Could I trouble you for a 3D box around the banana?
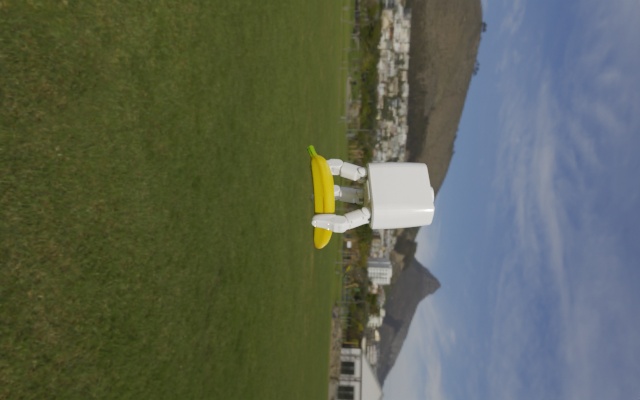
[{"bbox_3d":[0.003,0.006,0.835,0.037,0.198,0.069,-6,22,-9],"label":"banana"}]
